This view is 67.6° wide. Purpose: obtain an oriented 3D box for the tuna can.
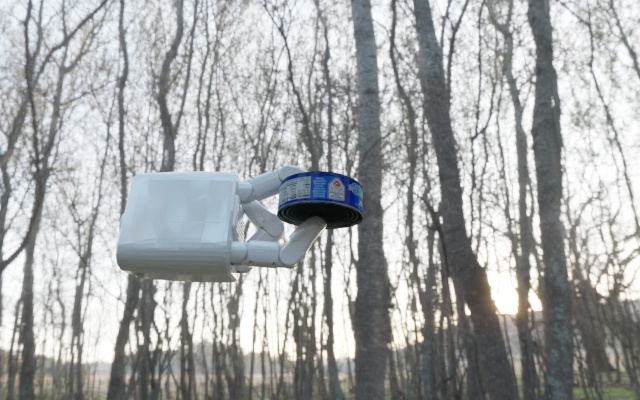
[{"bbox_3d":[0.000,0.001,0.481,0.086,0.033,0.086,2,-20,1],"label":"tuna can"}]
